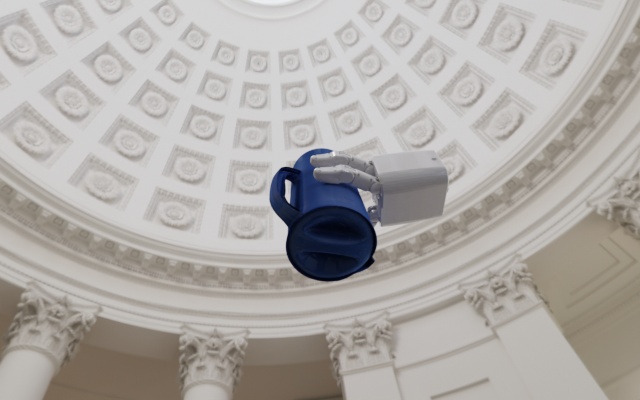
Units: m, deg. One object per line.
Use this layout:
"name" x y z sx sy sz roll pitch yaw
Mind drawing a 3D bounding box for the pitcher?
"pitcher" 0.000 0.003 0.781 0.145 0.149 0.242 -9 30 0
